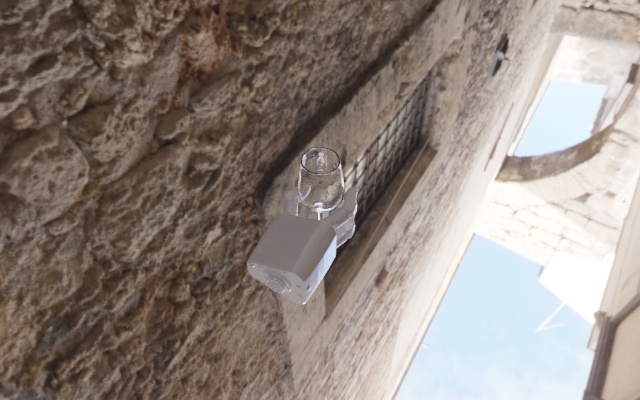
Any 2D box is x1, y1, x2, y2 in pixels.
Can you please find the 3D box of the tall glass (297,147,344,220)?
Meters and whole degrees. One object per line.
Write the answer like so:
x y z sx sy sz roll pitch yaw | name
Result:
0.000 0.003 0.822 0.079 0.079 0.201 0 -41 0 | tall glass
